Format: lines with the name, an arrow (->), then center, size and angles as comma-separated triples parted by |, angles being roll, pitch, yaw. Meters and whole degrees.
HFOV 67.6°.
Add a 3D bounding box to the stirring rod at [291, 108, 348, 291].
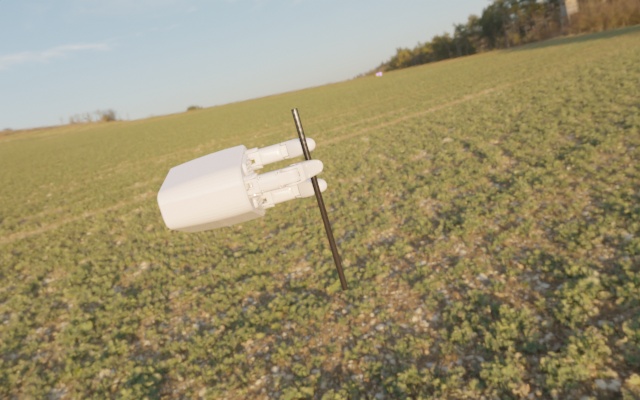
stirring rod -> 0.000, 0.002, 0.604 | 0.011, 0.239, 0.011 | -15, 10, 3
